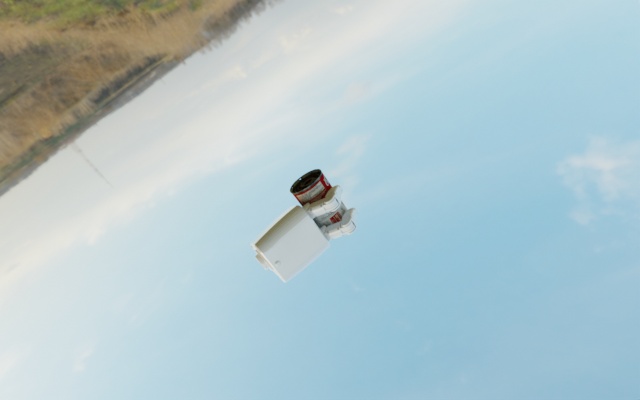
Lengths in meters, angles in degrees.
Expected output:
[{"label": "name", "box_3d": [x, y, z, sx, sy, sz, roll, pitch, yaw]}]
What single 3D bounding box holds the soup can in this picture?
[{"label": "soup can", "box_3d": [0.001, 0.003, 0.871, 0.068, 0.102, 0.068, -30, 23, 14]}]
